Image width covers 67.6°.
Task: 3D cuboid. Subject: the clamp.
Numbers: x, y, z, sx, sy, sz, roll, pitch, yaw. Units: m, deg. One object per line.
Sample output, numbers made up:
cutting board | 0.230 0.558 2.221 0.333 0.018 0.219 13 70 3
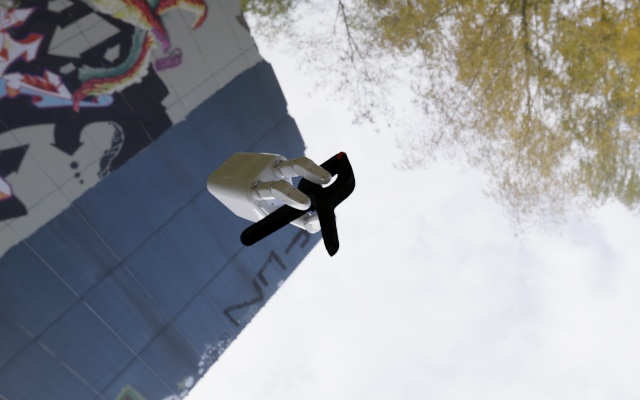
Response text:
clamp | 0.001 0.003 0.698 0.164 0.036 0.210 10 47 40
